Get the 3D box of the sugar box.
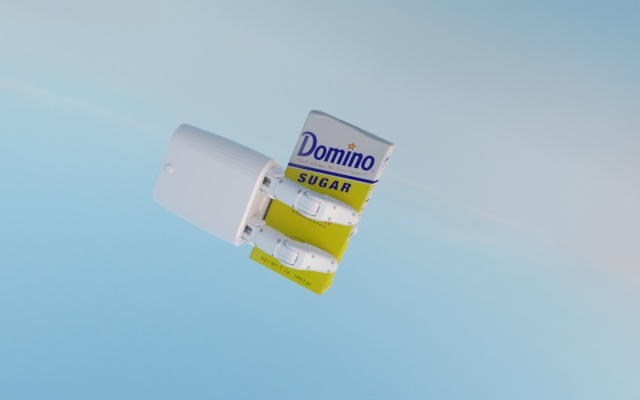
[{"bbox_3d":[0.000,0.002,0.510,0.093,0.176,0.048,25,15,11],"label":"sugar box"}]
